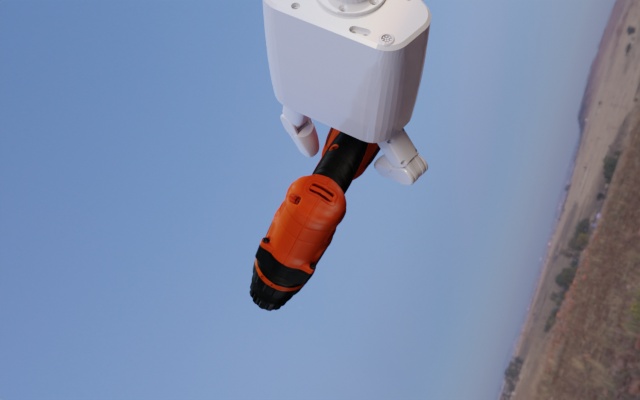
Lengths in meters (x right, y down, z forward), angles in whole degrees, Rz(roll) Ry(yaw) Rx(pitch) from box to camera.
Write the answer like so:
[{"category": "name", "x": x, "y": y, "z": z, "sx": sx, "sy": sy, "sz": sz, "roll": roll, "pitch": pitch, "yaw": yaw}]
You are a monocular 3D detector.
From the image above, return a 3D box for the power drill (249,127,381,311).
[{"category": "power drill", "x": 0.000, "y": 0.001, "z": 0.449, "sx": 0.057, "sy": 0.187, "sz": 0.184, "roll": 29, "pitch": -39, "yaw": -1}]
